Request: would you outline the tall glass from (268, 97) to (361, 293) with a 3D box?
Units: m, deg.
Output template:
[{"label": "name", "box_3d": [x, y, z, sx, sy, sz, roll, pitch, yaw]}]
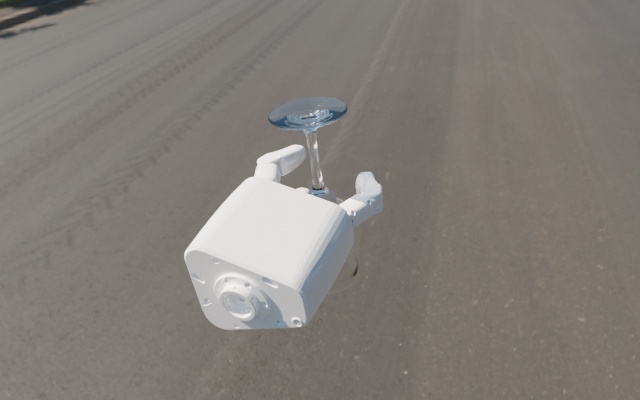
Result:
[{"label": "tall glass", "box_3d": [0.000, 0.001, 0.494, 0.079, 0.201, 0.079, -6, 32, 4]}]
